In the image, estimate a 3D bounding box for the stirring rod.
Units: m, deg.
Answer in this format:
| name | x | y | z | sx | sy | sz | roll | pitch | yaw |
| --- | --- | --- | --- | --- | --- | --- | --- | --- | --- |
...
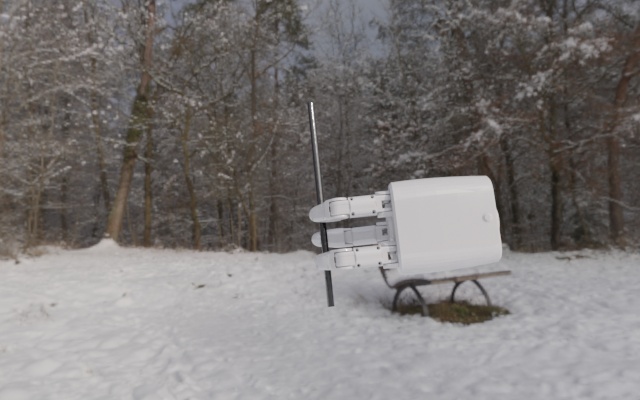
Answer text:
| name | x | y | z | sx | sy | sz | roll | pitch | yaw |
| --- | --- | --- | --- | --- | --- | --- | --- | --- | --- |
| stirring rod | 0.000 | 0.002 | 0.558 | 0.011 | 0.239 | 0.011 | -6 | -8 | -1 |
